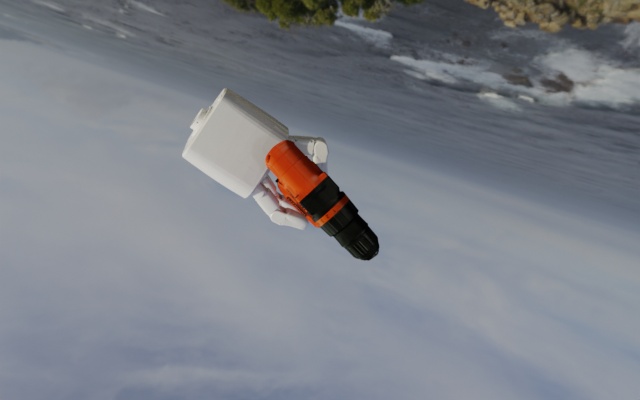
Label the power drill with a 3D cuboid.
[{"bbox_3d":[0.000,0.002,0.659,0.057,0.184,0.187,-41,3,-5],"label":"power drill"}]
